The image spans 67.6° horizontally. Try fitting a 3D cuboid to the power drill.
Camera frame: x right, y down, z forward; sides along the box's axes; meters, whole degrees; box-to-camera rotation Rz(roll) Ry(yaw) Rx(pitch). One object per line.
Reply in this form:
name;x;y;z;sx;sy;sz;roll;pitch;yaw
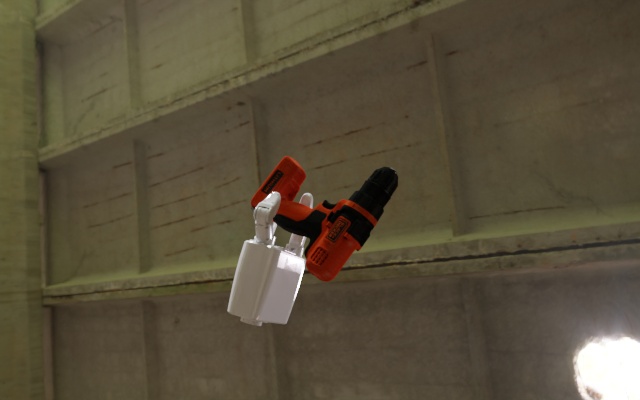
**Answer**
power drill;0.000;0.002;0.698;0.187;0.184;0.057;30;-13;38
